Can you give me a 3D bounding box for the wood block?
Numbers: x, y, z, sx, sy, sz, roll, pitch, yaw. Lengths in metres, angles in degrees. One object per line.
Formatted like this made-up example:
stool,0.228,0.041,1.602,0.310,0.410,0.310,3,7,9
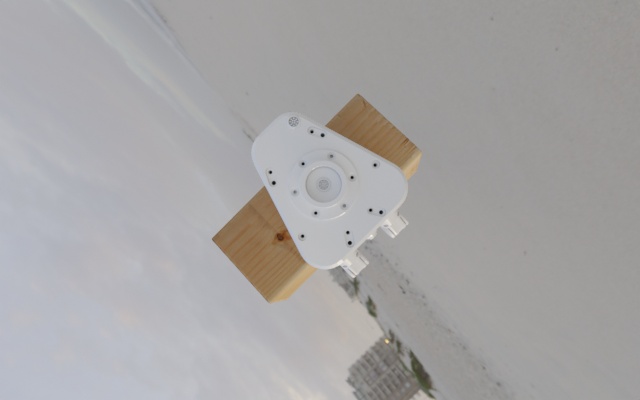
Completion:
wood block,0.000,0.001,0.505,0.091,0.206,0.090,45,0,12
